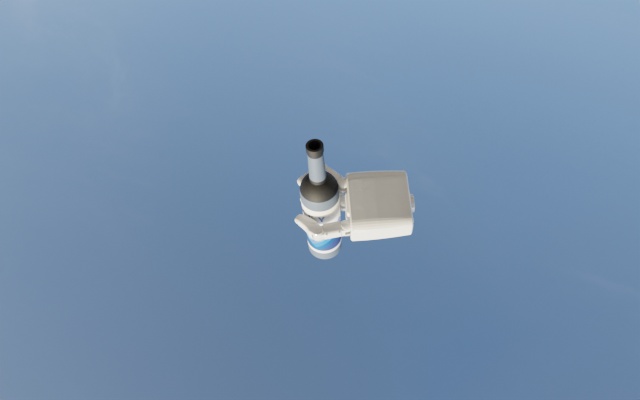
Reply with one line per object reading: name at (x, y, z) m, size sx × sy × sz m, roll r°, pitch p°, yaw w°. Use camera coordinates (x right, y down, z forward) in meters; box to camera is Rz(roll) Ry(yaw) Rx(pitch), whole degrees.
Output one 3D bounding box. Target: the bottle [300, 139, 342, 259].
bottle at (0.000, 0.003, 0.832) m, size 0.069 × 0.069 × 0.296 m, roll 0°, pitch -35°, yaw 4°
